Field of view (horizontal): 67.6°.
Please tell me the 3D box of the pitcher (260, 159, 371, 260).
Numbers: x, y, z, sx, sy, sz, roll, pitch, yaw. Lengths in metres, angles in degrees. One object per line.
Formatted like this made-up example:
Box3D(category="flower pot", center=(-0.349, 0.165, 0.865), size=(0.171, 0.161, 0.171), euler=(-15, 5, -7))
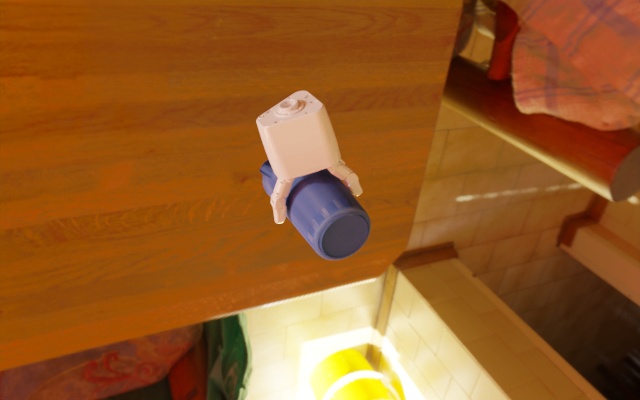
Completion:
Box3D(category="pitcher", center=(0.000, 0.003, 0.890), size=(0.149, 0.145, 0.242), euler=(-25, 39, -12))
